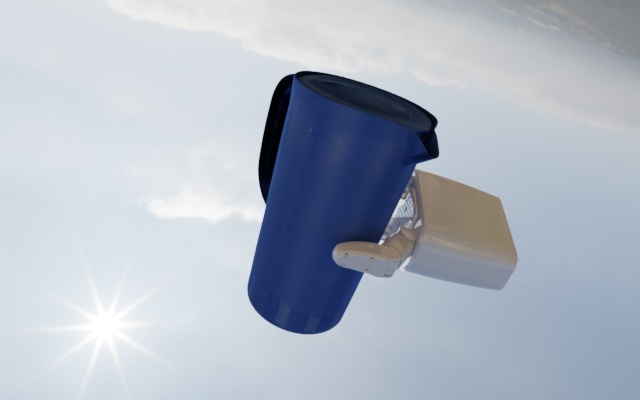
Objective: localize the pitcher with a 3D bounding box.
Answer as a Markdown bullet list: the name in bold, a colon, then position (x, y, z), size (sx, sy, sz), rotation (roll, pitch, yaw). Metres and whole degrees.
- **pitcher**: position (0.000, 0.002, 0.472), size (0.145, 0.243, 0.149), rotation (15, 24, -10)
